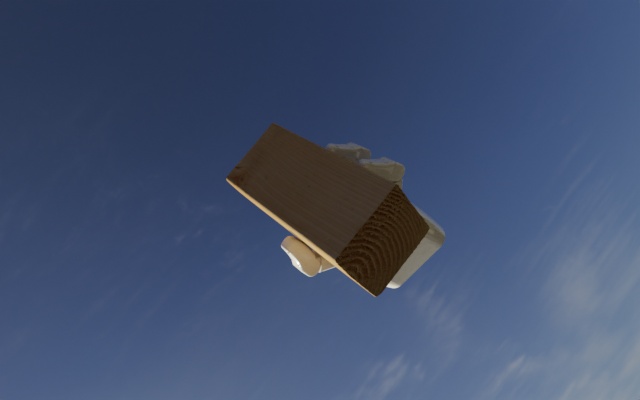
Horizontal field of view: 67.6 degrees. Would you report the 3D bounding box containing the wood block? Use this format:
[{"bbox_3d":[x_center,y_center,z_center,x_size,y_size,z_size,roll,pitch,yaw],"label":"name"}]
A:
[{"bbox_3d":[0.000,0.002,0.516,0.206,0.091,0.090,32,-9,45],"label":"wood block"}]
